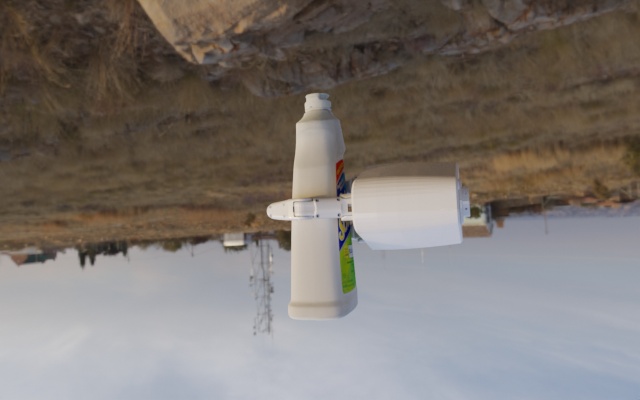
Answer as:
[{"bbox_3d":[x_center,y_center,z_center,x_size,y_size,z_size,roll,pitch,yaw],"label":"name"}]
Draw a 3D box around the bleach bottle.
[{"bbox_3d":[0.000,0.002,0.549,0.068,0.251,0.102,-4,-2,17],"label":"bleach bottle"}]
